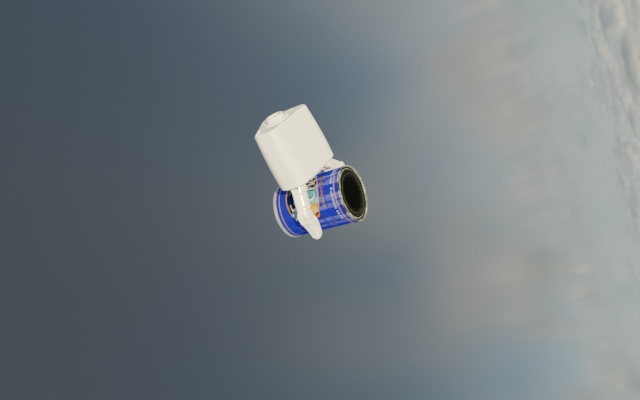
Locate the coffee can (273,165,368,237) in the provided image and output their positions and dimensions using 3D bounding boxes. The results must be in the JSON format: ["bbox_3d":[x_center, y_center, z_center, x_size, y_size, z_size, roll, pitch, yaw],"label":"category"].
[{"bbox_3d":[0.000,0.003,0.866,0.140,0.103,0.103,-15,-8,30],"label":"coffee can"}]
